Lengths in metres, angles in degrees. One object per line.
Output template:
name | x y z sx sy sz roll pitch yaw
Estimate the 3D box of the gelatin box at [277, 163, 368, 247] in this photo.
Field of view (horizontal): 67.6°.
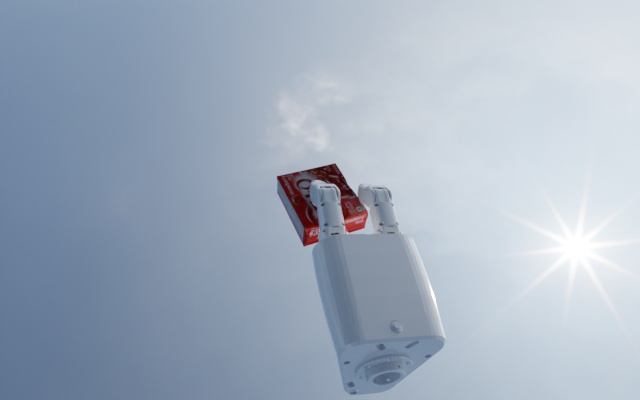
gelatin box | 0.000 0.002 0.526 0.073 0.030 0.089 -14 47 -18
